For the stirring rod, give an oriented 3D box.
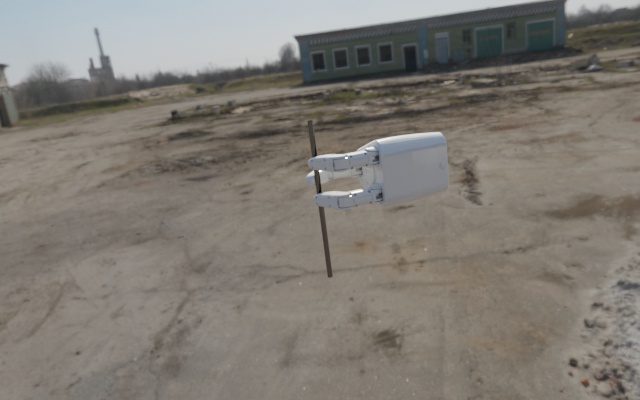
[{"bbox_3d":[0.000,0.002,0.706,0.011,0.239,0.011,-7,15,2],"label":"stirring rod"}]
